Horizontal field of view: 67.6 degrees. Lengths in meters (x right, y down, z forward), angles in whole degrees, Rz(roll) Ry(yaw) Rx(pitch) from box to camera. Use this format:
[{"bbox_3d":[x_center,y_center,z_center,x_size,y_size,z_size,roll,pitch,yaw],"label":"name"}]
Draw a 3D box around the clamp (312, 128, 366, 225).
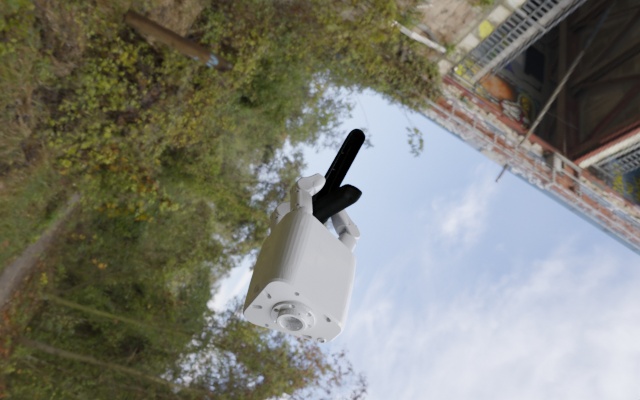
[{"bbox_3d":[0.000,0.003,0.665,0.036,0.164,0.210,31,-51,-12],"label":"clamp"}]
